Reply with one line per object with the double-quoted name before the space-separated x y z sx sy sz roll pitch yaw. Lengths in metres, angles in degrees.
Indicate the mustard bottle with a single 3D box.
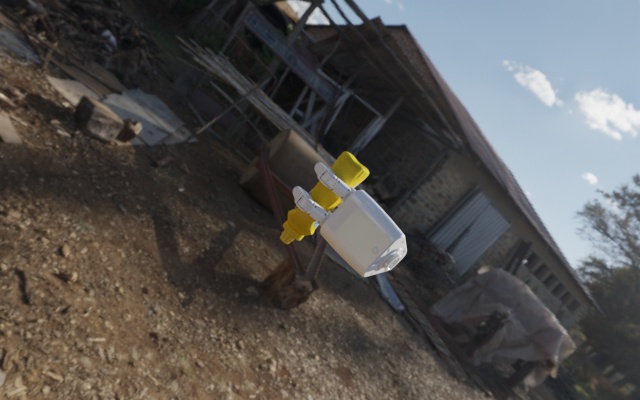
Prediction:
"mustard bottle" 0.000 0.002 0.826 0.058 0.191 0.096 43 9 2
